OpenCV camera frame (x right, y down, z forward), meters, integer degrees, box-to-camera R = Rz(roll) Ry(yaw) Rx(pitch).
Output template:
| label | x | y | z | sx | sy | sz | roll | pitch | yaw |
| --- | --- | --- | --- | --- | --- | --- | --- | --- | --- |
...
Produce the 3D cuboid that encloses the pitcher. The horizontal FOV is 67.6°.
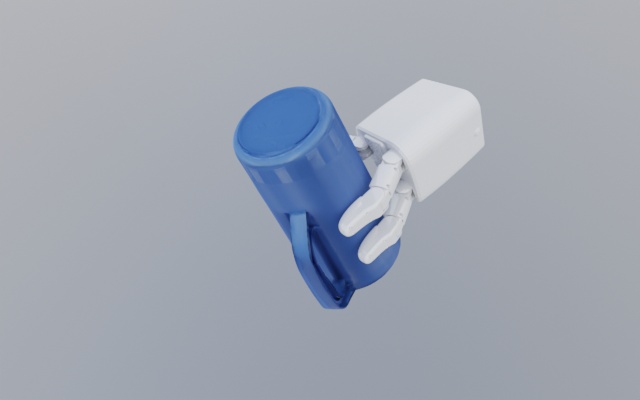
| label | x | y | z | sx | sy | sz | roll | pitch | yaw |
| --- | --- | --- | --- | --- | --- | --- | --- | --- | --- |
| pitcher | 0.000 | 0.002 | 0.542 | 0.149 | 0.145 | 0.243 | 45 | -10 | 42 |
